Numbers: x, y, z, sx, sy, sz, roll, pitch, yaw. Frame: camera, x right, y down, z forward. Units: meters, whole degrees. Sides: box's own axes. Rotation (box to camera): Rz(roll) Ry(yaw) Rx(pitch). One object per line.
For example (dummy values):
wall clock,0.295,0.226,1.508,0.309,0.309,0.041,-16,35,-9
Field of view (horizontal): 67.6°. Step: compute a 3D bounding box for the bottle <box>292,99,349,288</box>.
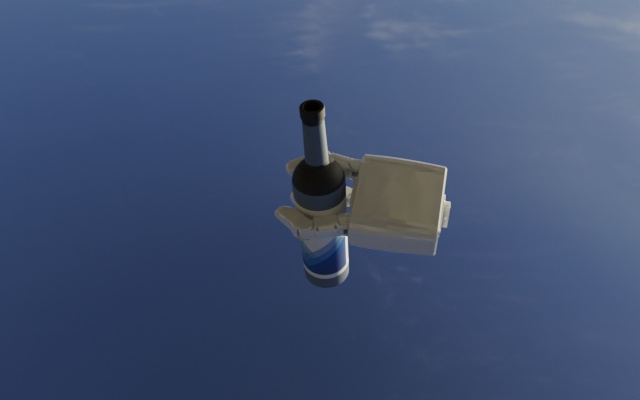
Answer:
bottle,0.000,0.002,0.614,0.069,0.069,0.296,0,-44,5
